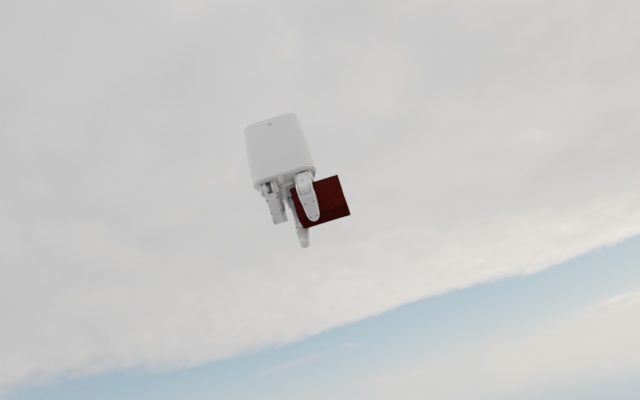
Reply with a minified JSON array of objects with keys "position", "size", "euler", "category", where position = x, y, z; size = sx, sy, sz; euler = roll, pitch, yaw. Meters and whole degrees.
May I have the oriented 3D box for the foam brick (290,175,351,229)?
[{"position":[0.000,0.002,0.725],"size":[0.078,0.051,0.053],"euler":[-17,-24,2],"category":"foam brick"}]
